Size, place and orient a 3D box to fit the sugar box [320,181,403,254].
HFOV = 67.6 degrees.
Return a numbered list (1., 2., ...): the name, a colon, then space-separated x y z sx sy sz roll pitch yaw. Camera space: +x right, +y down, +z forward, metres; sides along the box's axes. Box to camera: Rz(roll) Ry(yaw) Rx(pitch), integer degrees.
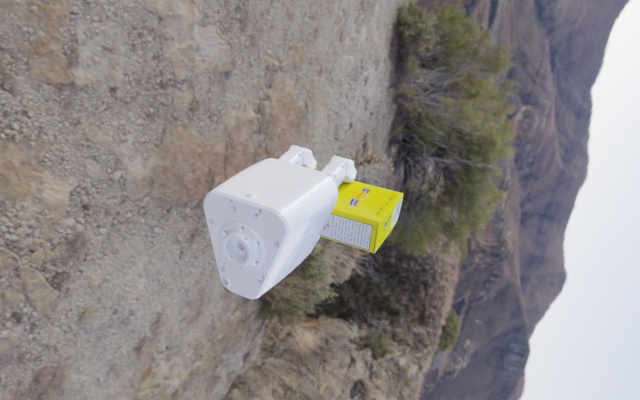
1. sugar box: 0.000 0.001 0.571 0.176 0.048 0.093 18 27 19
